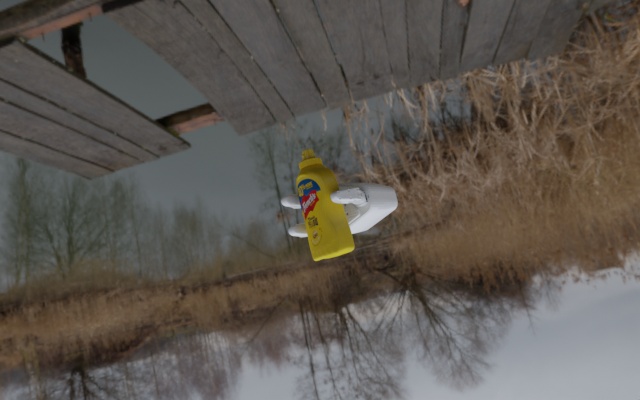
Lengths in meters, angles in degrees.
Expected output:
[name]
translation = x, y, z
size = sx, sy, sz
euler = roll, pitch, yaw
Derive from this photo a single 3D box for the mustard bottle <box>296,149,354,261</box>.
[mustard bottle]
translation = 0.000, 0.003, 0.824
size = 0.058, 0.191, 0.096
euler = -8, -11, -29
